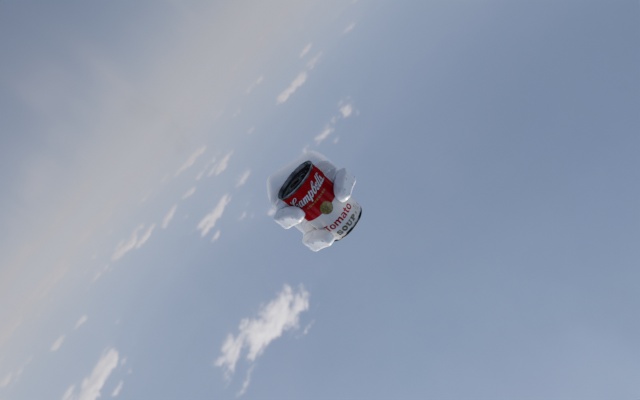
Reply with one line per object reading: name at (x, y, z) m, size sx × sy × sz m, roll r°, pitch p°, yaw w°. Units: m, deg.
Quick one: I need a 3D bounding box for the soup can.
soup can at (0.000, 0.002, 0.671) m, size 0.102 × 0.068 × 0.068 m, roll 41°, pitch -16°, yaw -20°
